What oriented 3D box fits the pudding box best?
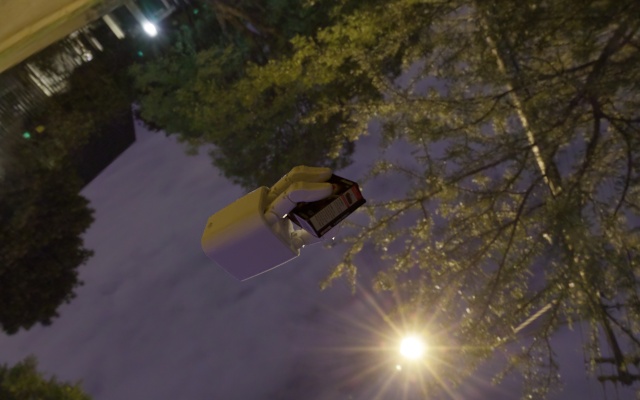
[{"bbox_3d":[0.000,0.002,0.693,0.090,0.039,0.113,-38,27,-13],"label":"pudding box"}]
